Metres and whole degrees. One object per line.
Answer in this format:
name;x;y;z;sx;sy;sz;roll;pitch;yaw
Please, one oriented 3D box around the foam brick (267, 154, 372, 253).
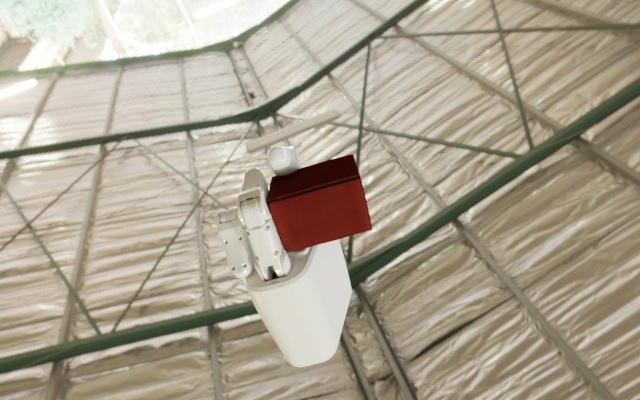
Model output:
foam brick;0.000;0.001;0.405;0.078;0.051;0.053;-16;24;7
